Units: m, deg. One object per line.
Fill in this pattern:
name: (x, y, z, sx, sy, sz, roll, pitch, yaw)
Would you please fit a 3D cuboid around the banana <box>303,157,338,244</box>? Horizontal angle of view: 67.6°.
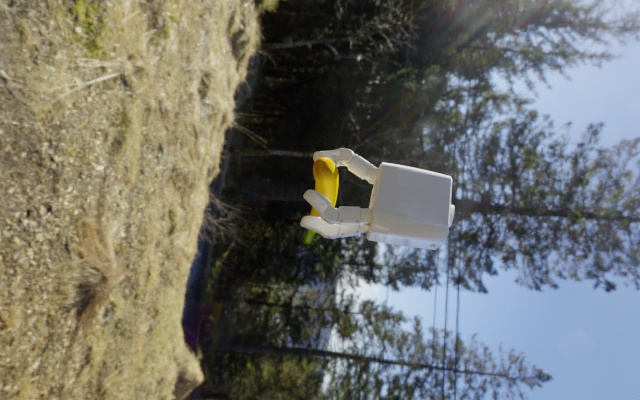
banana: (0.005, -0.009, 0.732, 0.037, 0.069, 0.198, 15, -39, 7)
